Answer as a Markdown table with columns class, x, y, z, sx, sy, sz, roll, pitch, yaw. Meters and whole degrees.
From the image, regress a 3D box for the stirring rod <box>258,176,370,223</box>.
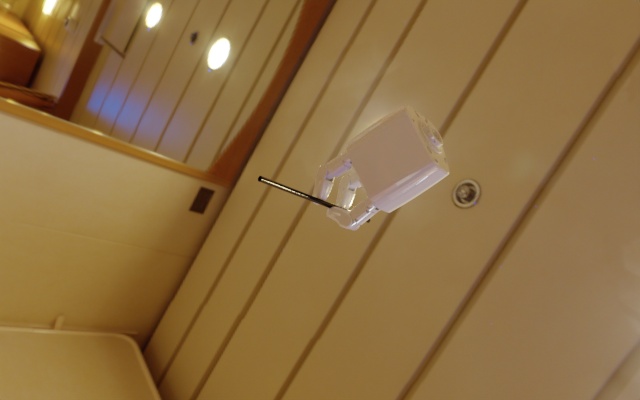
| class | x | y | z | sx | sy | sz | roll | pitch | yaw |
| --- | --- | --- | --- | --- | --- | --- | --- | --- | --- |
| stirring rod | 0.000 | 0.002 | 0.713 | 0.011 | 0.011 | 0.239 | 0 | -15 | 43 |
